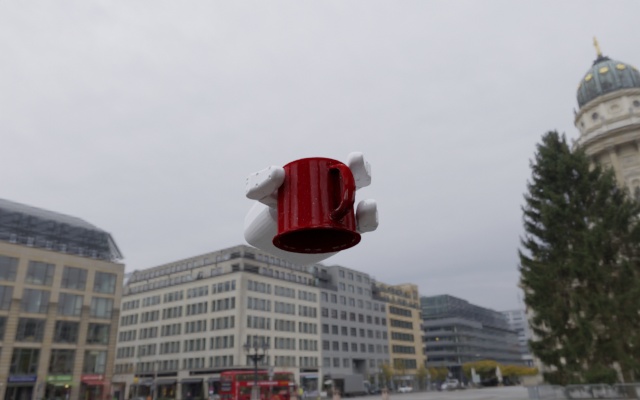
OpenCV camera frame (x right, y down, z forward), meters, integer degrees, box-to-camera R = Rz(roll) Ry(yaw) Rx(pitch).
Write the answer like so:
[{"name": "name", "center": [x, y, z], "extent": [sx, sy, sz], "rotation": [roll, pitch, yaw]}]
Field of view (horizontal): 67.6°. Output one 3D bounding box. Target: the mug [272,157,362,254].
[{"name": "mug", "center": [0.001, 0.001, 0.500], "extent": [0.093, 0.081, 0.117], "rotation": [8, -24, -25]}]
